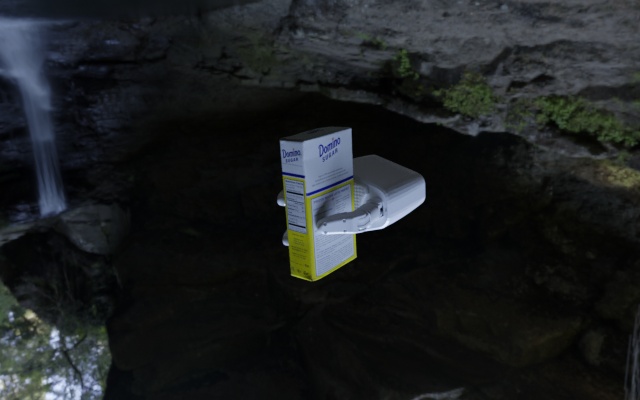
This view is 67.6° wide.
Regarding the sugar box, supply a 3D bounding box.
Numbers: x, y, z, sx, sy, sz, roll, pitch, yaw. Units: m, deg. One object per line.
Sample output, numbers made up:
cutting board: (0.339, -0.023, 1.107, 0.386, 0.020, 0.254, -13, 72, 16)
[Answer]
sugar box: (0.000, 0.002, 0.594, 0.048, 0.176, 0.093, 8, 21, 39)
